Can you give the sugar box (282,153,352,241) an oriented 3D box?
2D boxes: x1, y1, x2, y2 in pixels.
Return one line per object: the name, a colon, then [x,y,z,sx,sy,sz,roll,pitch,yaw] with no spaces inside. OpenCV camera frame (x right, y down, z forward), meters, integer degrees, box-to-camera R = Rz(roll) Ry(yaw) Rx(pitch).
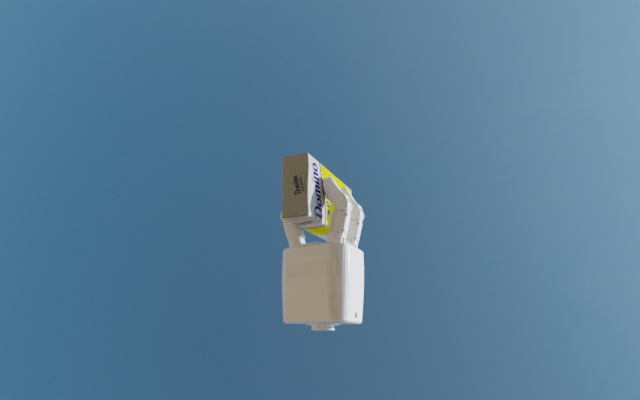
sugar box: [0.001,0.002,0.722,0.048,0.093,0.176,-7,-18,20]
